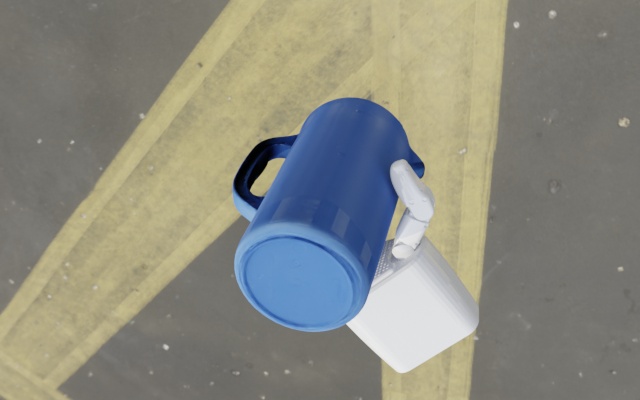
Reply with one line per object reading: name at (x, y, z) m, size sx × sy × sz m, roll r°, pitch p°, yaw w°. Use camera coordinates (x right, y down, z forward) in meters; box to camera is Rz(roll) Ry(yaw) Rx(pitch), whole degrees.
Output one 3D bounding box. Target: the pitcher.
pitcher at (0.000, 0.002, 0.460) m, size 0.149 × 0.145 × 0.242 m, roll -32°, pitch 18°, yaw 30°
